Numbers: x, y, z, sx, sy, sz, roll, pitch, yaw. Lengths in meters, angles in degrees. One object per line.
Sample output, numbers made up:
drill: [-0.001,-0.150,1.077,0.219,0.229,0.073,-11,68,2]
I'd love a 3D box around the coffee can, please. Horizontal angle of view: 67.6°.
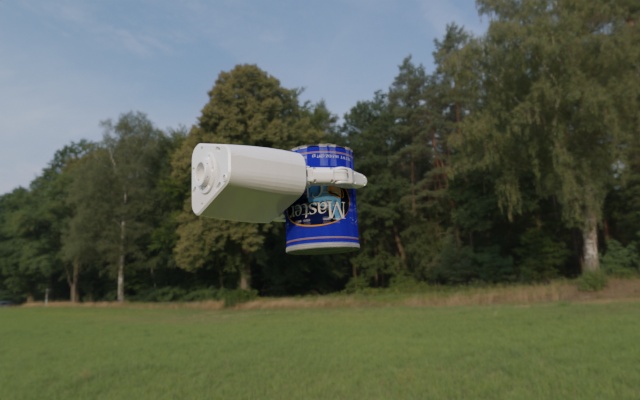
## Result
coffee can: [0.000,0.002,0.675,0.103,0.140,0.103,-3,-11,-1]
